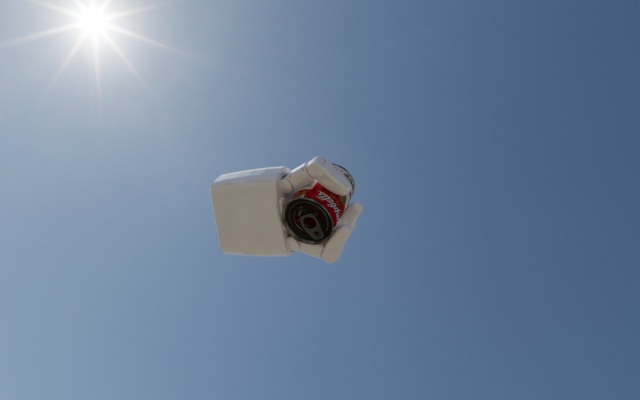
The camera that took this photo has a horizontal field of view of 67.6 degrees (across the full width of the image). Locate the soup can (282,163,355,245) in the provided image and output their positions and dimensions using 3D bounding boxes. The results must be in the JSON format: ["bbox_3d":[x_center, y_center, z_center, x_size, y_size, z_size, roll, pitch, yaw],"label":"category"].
[{"bbox_3d":[0.001,0.002,0.627,0.068,0.068,0.102,0,30,23],"label":"soup can"}]
